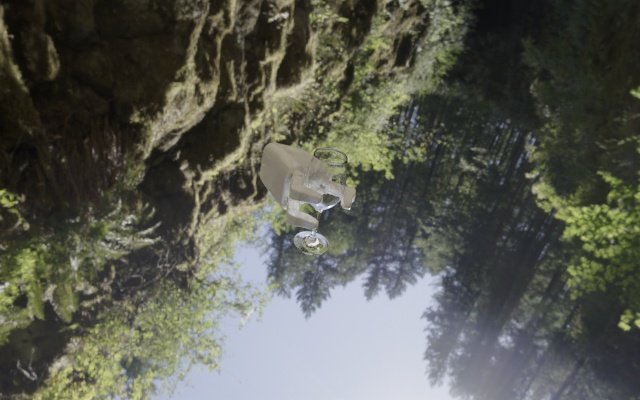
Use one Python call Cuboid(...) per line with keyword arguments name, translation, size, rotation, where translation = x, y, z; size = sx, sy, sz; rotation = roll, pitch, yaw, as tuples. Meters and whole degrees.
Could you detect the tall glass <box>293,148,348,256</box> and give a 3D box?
Cuboid(name="tall glass", translation=(0.000, 0.004, 0.899), size=(0.079, 0.201, 0.079), rotation=(9, 32, -6))
